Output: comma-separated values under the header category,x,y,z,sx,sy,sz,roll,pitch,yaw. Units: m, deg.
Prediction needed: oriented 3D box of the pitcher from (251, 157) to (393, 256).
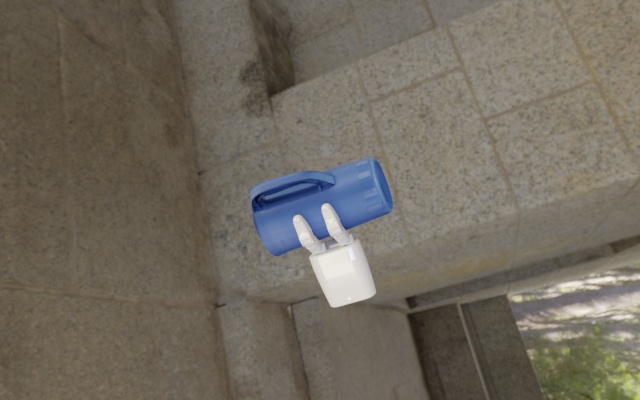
category,x,y,z,sx,sy,sz,roll,pitch,yaw
pitcher,0.000,0.003,0.877,0.243,0.145,0.149,-19,7,15
